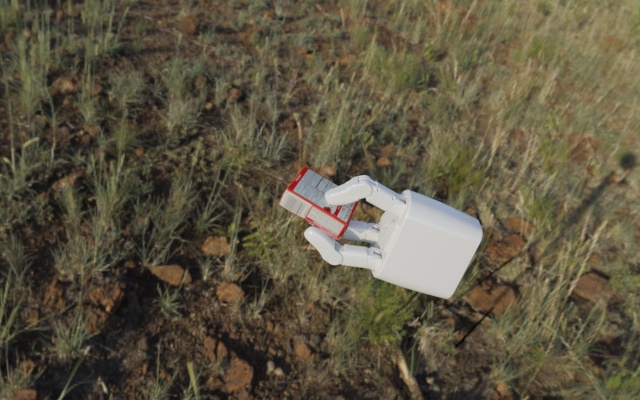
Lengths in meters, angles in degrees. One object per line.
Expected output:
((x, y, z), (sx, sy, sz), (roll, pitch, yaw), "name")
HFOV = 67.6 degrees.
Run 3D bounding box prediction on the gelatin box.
((0.000, 0.001, 0.611), (0.089, 0.030, 0.073), (31, 32, 0), "gelatin box")
